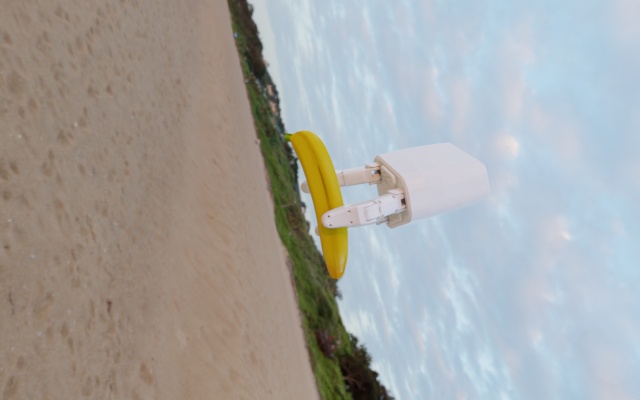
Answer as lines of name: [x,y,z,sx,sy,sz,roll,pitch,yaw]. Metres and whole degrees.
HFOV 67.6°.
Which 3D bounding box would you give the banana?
banana: [0.002,-0.007,0.570,0.037,0.197,0.070,-14,-15,-14]
